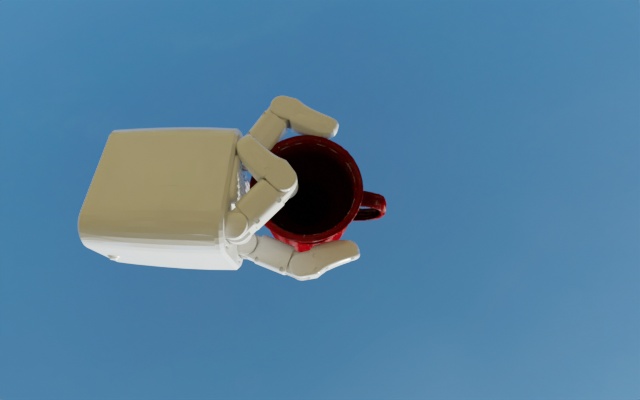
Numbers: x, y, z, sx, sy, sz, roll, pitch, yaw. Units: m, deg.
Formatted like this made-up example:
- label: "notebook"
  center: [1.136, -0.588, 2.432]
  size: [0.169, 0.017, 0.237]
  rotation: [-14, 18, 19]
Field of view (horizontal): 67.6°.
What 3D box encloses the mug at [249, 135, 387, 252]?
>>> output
- label: "mug"
  center: [0.002, 0.001, 0.428]
  size: [0.117, 0.093, 0.081]
  rotation: [4, -17, 0]
